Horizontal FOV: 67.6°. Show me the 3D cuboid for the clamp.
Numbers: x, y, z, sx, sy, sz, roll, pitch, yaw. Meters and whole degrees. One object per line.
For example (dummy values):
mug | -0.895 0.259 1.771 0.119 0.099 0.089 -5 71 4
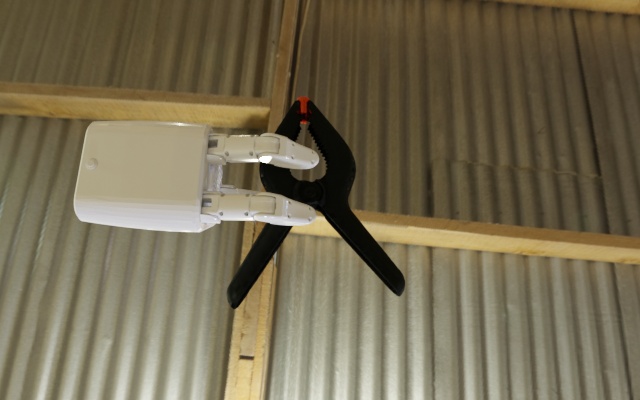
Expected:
clamp | 0.000 0.001 0.465 0.164 0.210 0.036 3 -15 -4
